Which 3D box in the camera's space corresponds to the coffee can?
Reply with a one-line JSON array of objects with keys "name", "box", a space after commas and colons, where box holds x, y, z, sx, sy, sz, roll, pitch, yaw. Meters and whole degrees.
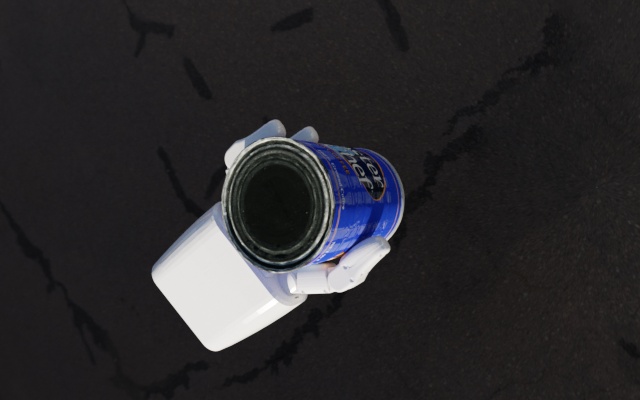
[{"name": "coffee can", "box": [0.000, 0.001, 0.414, 0.103, 0.103, 0.140, 0, 2, 30]}]
